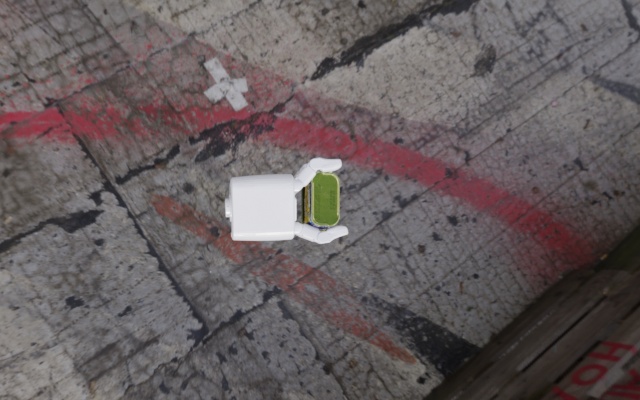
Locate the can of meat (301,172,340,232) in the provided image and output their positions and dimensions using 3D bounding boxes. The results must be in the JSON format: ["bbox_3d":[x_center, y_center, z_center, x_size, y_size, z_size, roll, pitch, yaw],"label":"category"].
[{"bbox_3d":[0.000,0.003,0.868,0.057,0.102,0.084,2,-9,-12],"label":"can of meat"}]
